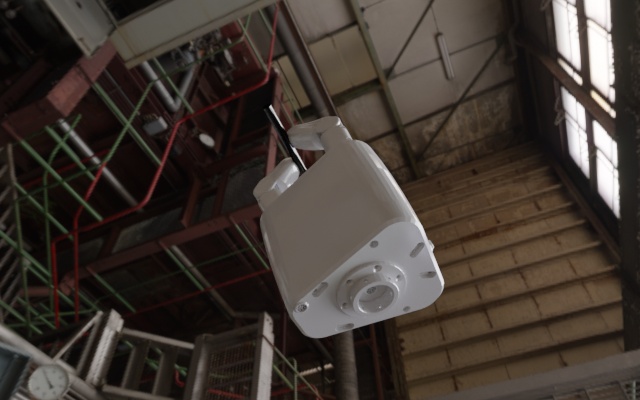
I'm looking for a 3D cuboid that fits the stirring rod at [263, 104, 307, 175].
[{"bbox_3d":[0.000,0.002,0.492,0.011,0.240,0.011,-18,38,15],"label":"stirring rod"}]
